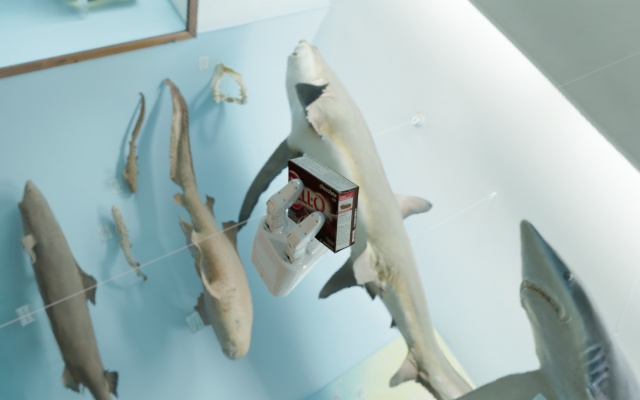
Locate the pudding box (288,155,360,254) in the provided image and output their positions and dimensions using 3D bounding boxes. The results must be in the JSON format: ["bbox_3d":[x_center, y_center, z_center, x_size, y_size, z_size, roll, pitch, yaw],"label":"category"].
[{"bbox_3d":[0.000,0.002,0.627,0.039,0.090,0.113,-21,37,-33],"label":"pudding box"}]
